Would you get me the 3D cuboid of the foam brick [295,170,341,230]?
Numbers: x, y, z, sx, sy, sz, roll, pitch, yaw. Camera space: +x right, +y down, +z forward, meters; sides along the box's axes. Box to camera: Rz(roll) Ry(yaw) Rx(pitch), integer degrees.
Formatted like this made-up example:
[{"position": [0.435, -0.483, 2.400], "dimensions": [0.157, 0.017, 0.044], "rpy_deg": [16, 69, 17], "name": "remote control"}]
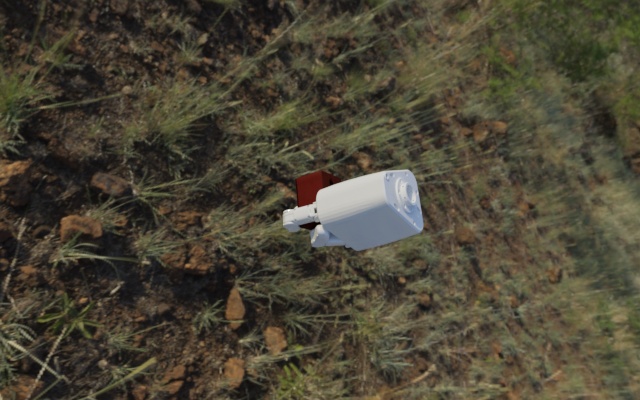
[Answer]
[{"position": [0.000, 0.002, 0.711], "dimensions": [0.051, 0.078, 0.053], "rpy_deg": [-19, -22, 34], "name": "foam brick"}]
